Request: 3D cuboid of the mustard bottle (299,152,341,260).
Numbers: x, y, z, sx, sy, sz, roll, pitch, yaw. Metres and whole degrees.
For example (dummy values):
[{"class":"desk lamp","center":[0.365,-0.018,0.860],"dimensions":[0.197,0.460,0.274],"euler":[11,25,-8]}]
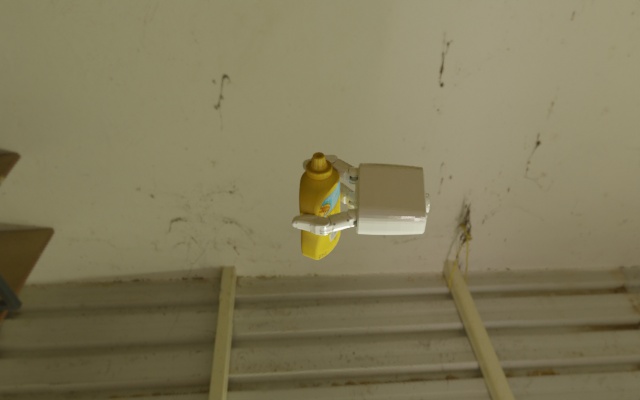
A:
[{"class":"mustard bottle","center":[0.000,0.003,0.787],"dimensions":[0.058,0.192,0.096],"euler":[19,46,21]}]
